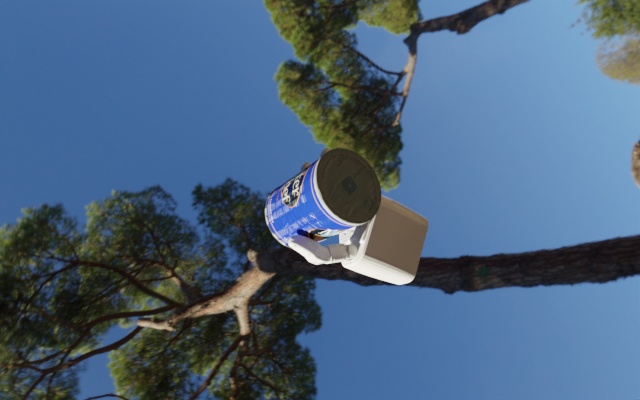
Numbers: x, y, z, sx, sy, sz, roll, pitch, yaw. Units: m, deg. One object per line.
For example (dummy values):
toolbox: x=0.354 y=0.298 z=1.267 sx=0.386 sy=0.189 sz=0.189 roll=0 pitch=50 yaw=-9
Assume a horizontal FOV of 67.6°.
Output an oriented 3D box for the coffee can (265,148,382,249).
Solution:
coffee can: x=0.000 y=0.002 z=0.658 sx=0.103 sy=0.102 sz=0.140 roll=0 pitch=-18 yaw=-35
